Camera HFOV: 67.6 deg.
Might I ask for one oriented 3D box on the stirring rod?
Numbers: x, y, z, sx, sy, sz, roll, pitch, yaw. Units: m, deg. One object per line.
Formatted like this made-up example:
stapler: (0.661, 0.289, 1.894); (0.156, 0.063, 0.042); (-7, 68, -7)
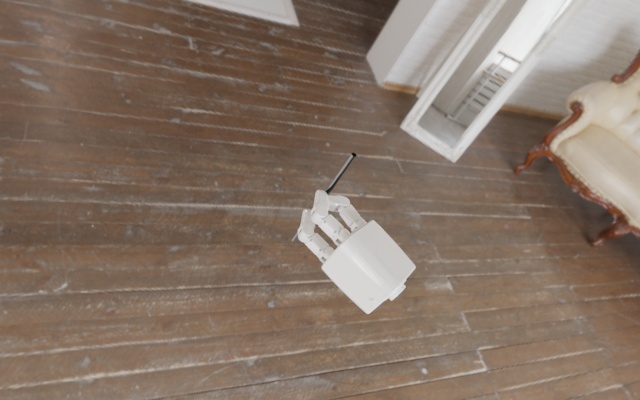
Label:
stirring rod: (0.000, 0.003, 0.785); (0.011, 0.011, 0.240); (0, -35, -30)
